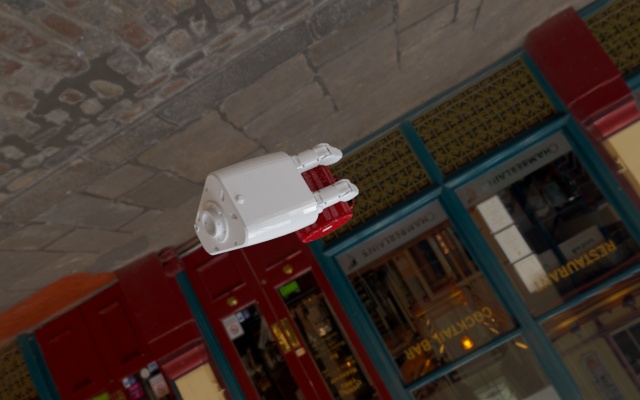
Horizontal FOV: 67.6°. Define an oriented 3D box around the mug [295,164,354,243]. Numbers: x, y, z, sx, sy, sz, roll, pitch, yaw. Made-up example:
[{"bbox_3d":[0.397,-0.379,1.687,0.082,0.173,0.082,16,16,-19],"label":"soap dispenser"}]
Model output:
[{"bbox_3d":[0.001,0.002,0.668,0.117,0.081,0.093,-20,-14,-40],"label":"mug"}]
